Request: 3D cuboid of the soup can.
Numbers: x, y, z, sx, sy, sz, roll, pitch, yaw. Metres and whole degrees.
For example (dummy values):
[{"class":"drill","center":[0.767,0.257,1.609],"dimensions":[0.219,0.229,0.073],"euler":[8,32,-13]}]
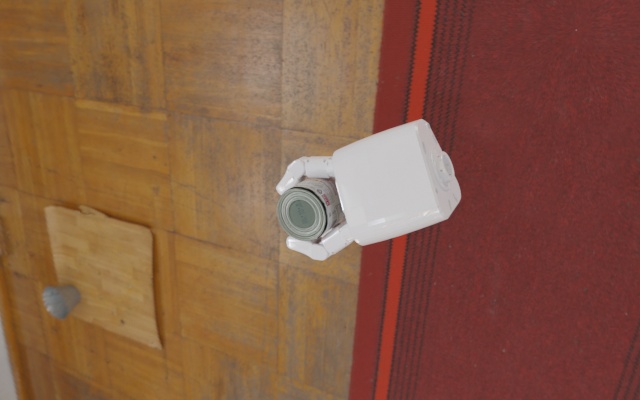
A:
[{"class":"soup can","center":[0.000,0.002,0.588],"dimensions":[0.068,0.068,0.102],"euler":[0,17,28]}]
